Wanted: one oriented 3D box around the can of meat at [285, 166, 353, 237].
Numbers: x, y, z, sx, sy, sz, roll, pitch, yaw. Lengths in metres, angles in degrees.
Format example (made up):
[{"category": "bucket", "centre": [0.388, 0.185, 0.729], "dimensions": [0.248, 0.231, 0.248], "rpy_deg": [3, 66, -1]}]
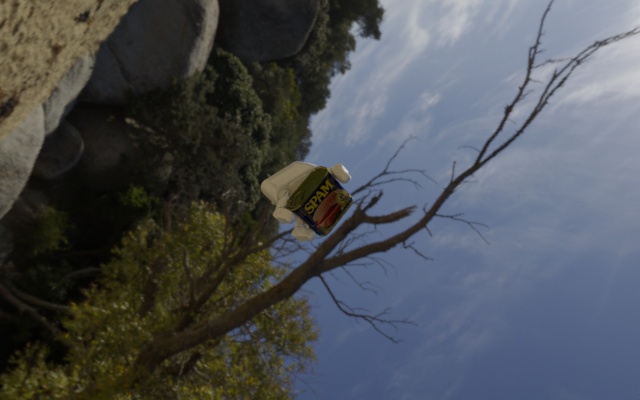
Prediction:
[{"category": "can of meat", "centre": [0.000, 0.003, 0.875], "dimensions": [0.084, 0.102, 0.057], "rpy_deg": [45, -12, -26]}]
